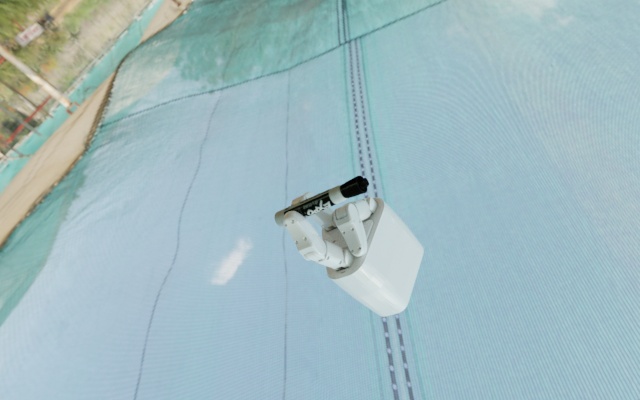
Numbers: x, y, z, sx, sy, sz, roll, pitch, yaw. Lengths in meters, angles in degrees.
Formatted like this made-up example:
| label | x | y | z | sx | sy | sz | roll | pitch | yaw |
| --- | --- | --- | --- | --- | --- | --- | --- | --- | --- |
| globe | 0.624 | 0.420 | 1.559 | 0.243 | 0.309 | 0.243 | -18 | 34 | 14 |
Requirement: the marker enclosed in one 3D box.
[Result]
| label | x | y | z | sx | sy | sz | roll | pitch | yaw |
| --- | --- | --- | --- | --- | --- | --- | --- | --- | --- |
| marker | 0.000 | 0.002 | 0.506 | 0.121 | 0.020 | 0.020 | -24 | -14 | 34 |
